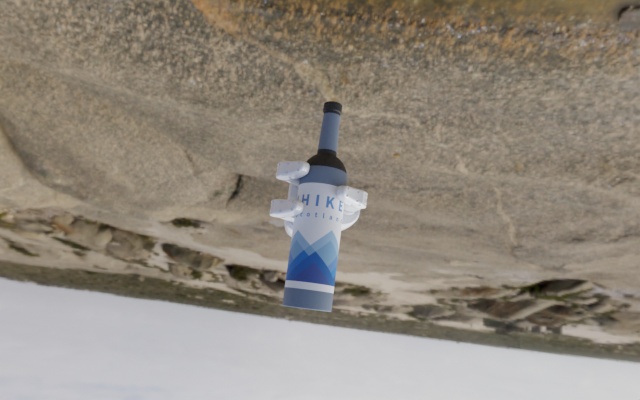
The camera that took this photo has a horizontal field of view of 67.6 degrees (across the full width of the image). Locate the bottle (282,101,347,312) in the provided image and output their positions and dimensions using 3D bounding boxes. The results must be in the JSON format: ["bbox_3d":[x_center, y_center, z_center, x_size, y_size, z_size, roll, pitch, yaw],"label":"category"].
[{"bbox_3d":[0.000,0.002,0.669,0.069,0.295,0.069,7,-12,2],"label":"bottle"}]
